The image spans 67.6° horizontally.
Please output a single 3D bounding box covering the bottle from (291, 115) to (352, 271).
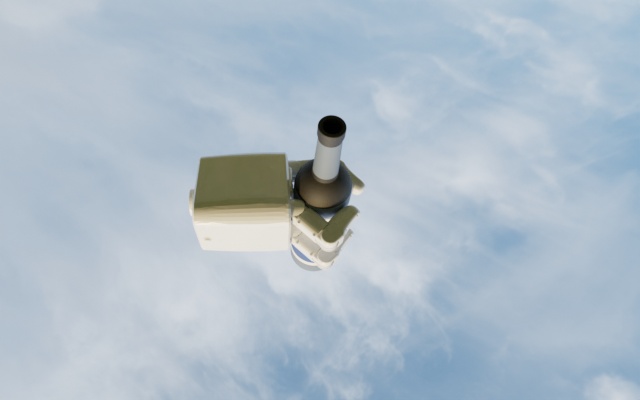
[{"bbox_3d":[0.000,0.002,0.574,0.069,0.069,0.296,0,-29,-5],"label":"bottle"}]
